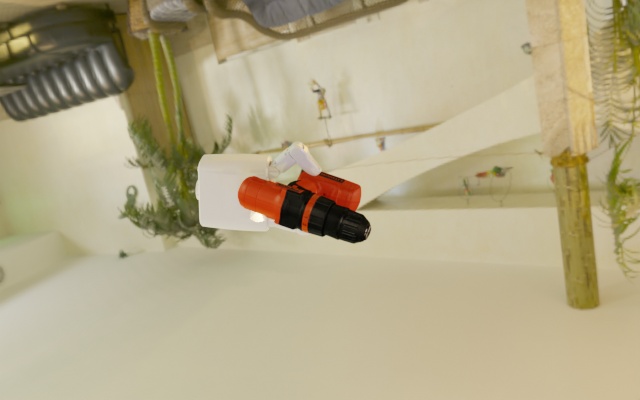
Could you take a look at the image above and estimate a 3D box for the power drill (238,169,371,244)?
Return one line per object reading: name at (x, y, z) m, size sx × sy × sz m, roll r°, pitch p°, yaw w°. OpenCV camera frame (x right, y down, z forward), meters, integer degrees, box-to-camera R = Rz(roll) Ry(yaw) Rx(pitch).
power drill at (0.000, 0.002, 0.683) m, size 0.184 × 0.057 × 0.187 m, roll 20°, pitch 13°, yaw 16°
